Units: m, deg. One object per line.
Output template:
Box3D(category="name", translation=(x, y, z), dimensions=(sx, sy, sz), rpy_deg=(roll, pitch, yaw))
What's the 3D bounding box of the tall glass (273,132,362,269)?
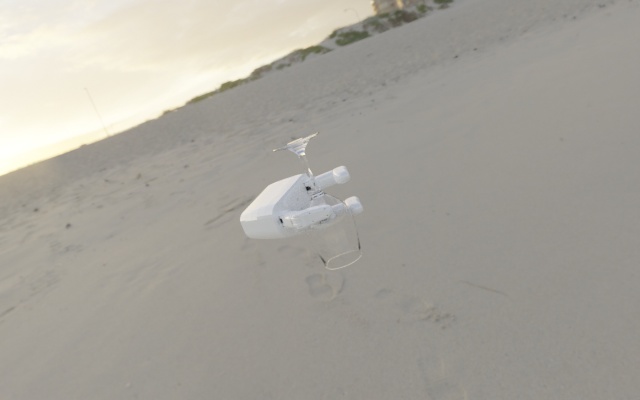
Box3D(category="tall glass", translation=(0.000, 0.002, 0.729), dimensions=(0.079, 0.201, 0.079), rpy_deg=(-21, 10, 4))
